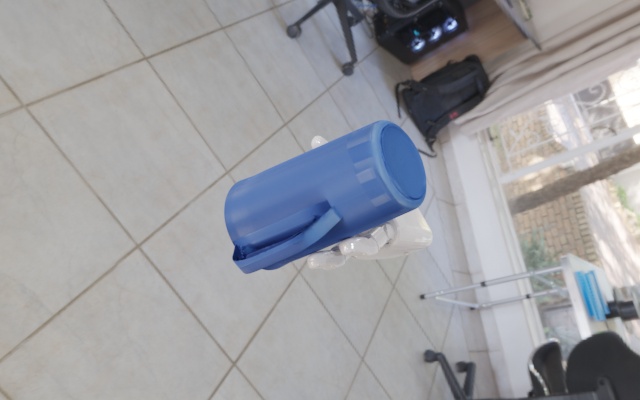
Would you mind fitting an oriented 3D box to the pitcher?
[{"bbox_3d":[0.000,0.002,0.591,0.243,0.149,0.145,-23,-24,36],"label":"pitcher"}]
